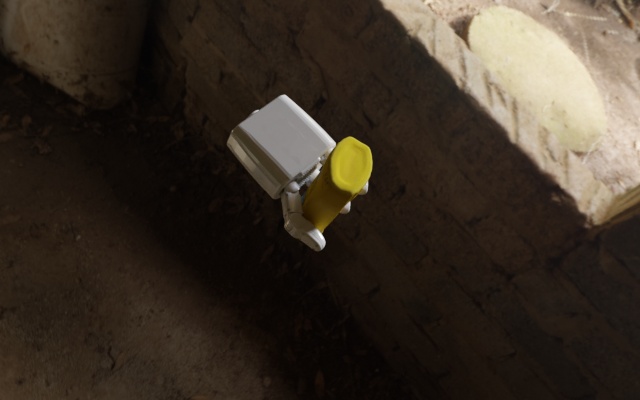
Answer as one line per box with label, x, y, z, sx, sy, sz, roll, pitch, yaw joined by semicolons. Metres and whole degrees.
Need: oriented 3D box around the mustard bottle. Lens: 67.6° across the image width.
mustard bottle;0.000;0.002;0.662;0.058;0.096;0.192;28;-40;-9
